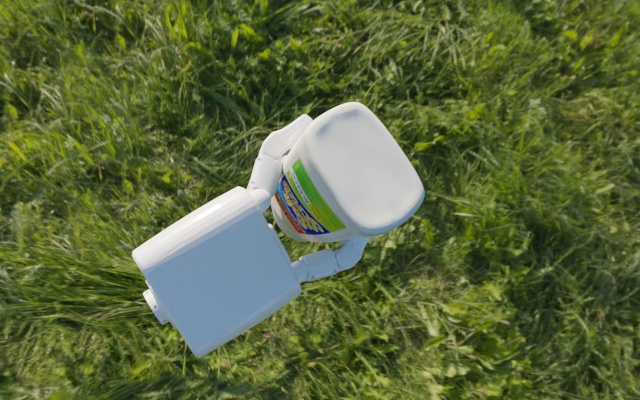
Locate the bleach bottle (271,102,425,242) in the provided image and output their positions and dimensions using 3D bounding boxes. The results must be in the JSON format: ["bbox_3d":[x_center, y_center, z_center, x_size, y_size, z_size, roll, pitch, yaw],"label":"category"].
[{"bbox_3d":[0.000,0.001,0.459,0.068,0.102,0.251,-32,-3,-20],"label":"bleach bottle"}]
